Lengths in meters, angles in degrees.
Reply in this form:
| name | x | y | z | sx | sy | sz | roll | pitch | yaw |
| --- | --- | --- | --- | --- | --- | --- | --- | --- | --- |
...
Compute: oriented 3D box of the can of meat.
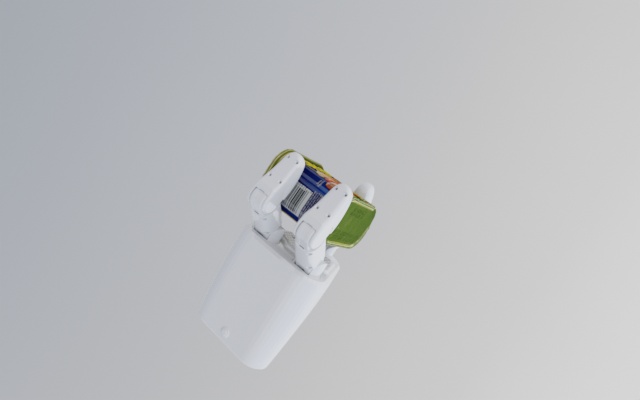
| name | x | y | z | sx | sy | sz | roll | pitch | yaw |
| --- | --- | --- | --- | --- | --- | --- | --- | --- | --- |
| can of meat | 0.000 | 0.002 | 0.471 | 0.084 | 0.057 | 0.102 | 37 | 7 | 25 |
